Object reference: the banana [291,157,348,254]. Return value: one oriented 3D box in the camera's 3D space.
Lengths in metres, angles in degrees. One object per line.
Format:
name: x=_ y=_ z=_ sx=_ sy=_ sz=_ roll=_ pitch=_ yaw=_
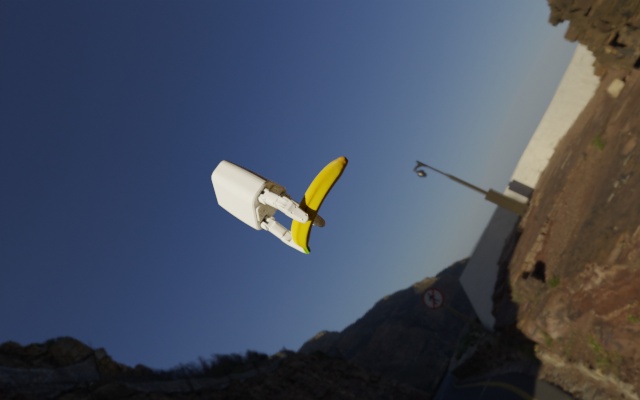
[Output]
banana: x=-0.009 y=0.005 z=0.874 sx=0.037 sy=0.198 sz=0.069 roll=28 pitch=9 yaw=24
